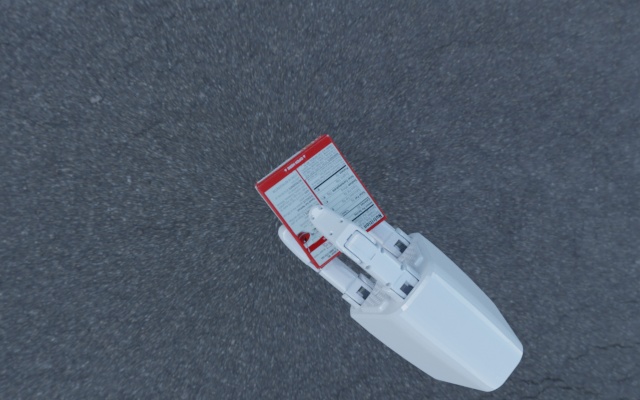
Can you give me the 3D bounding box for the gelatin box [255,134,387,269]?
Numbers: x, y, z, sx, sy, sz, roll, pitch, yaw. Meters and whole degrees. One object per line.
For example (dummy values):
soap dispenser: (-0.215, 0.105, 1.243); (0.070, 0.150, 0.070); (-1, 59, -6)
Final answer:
gelatin box: (0.000, 0.001, 0.400); (0.073, 0.089, 0.030); (-37, 11, -6)
